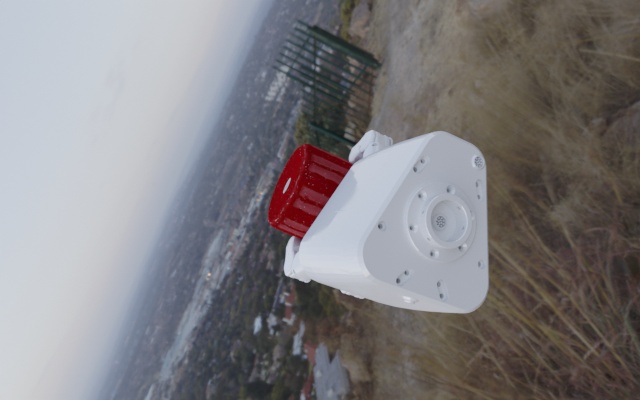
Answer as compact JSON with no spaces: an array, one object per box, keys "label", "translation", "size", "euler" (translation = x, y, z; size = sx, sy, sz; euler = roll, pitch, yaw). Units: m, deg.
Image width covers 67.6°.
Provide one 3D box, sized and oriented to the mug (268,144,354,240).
[{"label":"mug","translation":[-0.001,0.002,0.448],"size":[0.081,0.093,0.117],"euler":[23,-15,-16]}]
